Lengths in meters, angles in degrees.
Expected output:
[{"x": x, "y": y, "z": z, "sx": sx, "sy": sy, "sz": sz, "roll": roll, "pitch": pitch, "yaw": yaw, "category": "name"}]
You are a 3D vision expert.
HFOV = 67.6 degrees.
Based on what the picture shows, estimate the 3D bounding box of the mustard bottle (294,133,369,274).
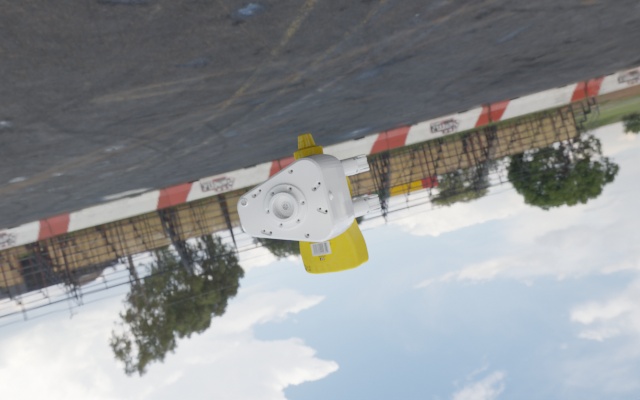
[{"x": 0.000, "y": 0.002, "z": 0.661, "sx": 0.096, "sy": 0.191, "sz": 0.058, "roll": -13, "pitch": 2, "yaw": 39, "category": "mustard bottle"}]
